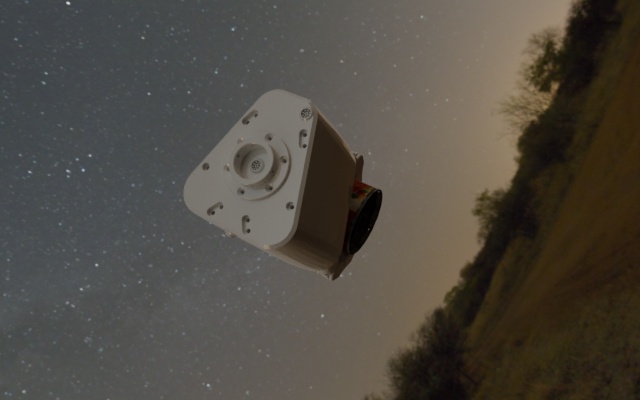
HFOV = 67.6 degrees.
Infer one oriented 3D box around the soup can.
[{"bbox_3d":[0.000,0.001,0.469,0.102,0.068,0.068,24,9,21],"label":"soup can"}]
